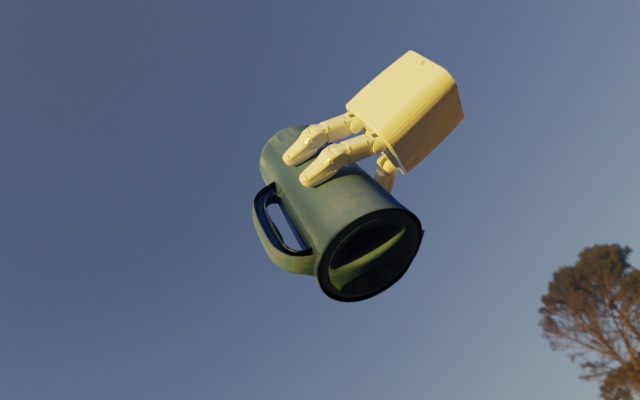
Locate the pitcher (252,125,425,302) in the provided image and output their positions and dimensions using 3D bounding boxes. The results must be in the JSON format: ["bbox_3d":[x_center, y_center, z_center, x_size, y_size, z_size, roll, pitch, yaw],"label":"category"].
[{"bbox_3d":[0.000,0.002,0.602,0.149,0.145,0.242,41,8,-43],"label":"pitcher"}]
